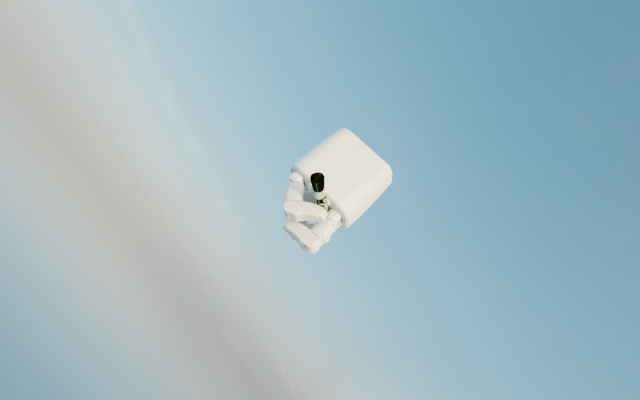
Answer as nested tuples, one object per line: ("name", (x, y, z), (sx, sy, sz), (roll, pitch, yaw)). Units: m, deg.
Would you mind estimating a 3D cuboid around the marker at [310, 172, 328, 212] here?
("marker", (0.000, 0.002, 0.649), (0.020, 0.020, 0.121), (0, -35, 6))
